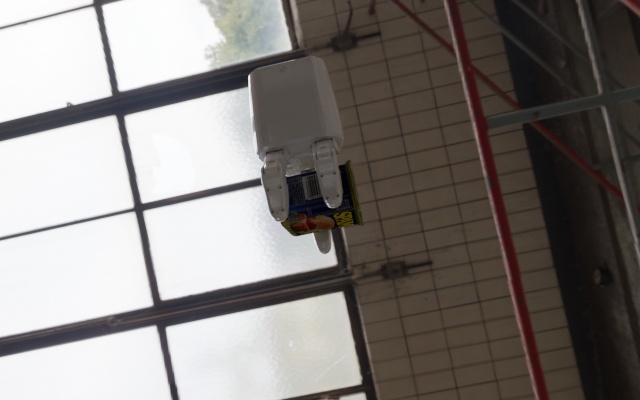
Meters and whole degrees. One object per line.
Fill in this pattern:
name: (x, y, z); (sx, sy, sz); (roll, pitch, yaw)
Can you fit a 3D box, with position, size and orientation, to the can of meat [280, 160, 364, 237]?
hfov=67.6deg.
can of meat: (0.000, 0.002, 0.525); (0.084, 0.057, 0.102); (-12, -16, 4)
